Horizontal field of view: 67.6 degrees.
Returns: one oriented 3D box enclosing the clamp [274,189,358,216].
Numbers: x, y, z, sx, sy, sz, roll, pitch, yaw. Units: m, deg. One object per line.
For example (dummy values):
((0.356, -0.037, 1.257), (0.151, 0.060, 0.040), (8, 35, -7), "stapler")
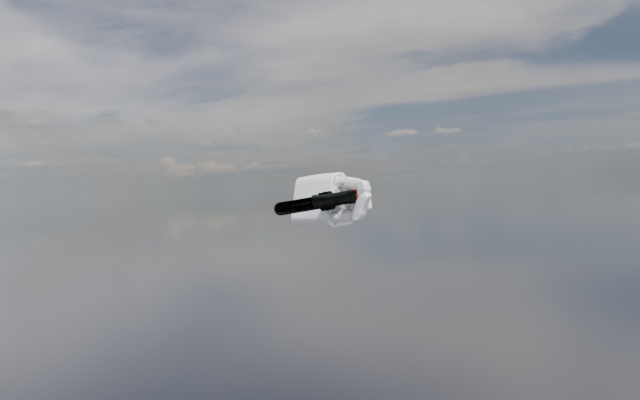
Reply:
((0.000, 0.002, 0.898), (0.120, 0.039, 0.171), (-3, 1, 39), "clamp")
